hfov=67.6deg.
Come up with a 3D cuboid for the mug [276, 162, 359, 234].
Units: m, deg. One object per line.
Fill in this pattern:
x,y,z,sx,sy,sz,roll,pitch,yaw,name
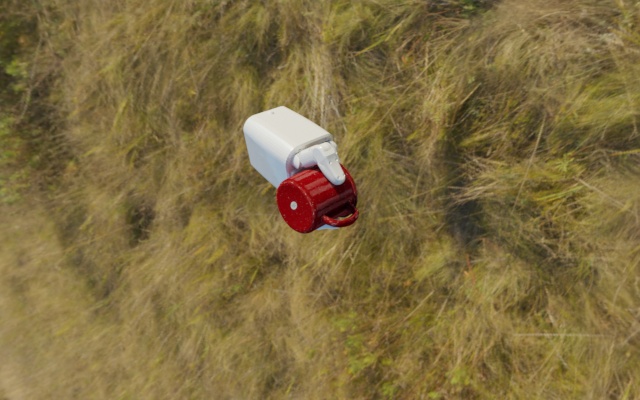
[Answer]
0.001,0.003,0.672,0.117,0.093,0.081,37,45,29,mug
